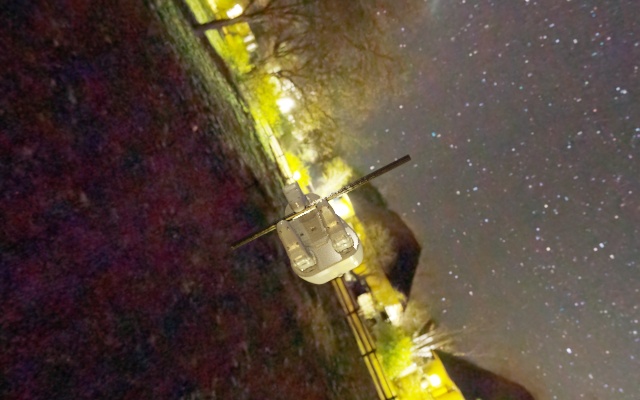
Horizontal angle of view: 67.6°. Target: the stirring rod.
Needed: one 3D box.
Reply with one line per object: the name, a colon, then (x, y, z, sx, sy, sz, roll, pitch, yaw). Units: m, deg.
stirring rod: (0.000, 0.002, 0.578, 0.239, 0.011, 0.011, -27, -1, 1)
